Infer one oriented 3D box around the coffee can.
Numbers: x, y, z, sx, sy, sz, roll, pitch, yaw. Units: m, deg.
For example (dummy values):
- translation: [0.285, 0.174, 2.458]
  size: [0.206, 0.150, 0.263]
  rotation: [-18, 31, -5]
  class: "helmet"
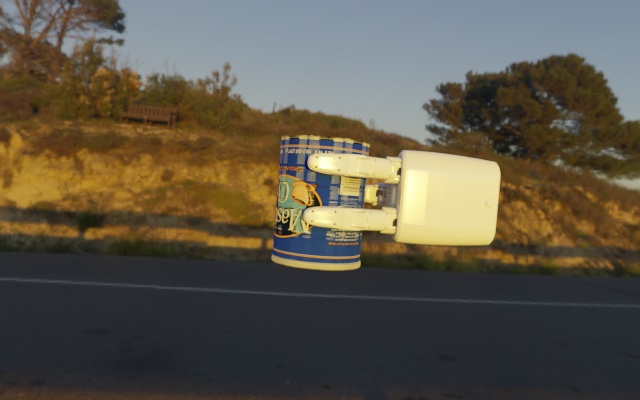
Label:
- translation: [0.000, 0.002, 0.548]
  size: [0.103, 0.140, 0.103]
  rotation: [5, 1, 0]
  class: "coffee can"
